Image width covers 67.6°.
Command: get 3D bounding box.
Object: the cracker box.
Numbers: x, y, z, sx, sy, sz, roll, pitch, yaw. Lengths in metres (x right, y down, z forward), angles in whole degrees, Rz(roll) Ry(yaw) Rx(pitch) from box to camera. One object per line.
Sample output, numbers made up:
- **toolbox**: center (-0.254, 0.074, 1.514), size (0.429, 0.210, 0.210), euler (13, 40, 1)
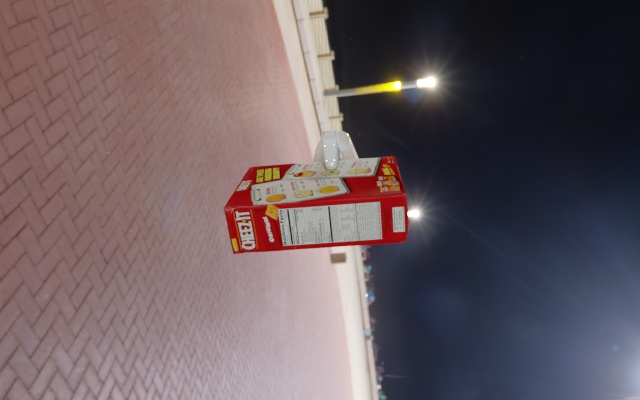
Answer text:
- **cracker box**: center (0.000, 0.002, 0.628), size (0.214, 0.072, 0.164), euler (-5, 21, 5)
